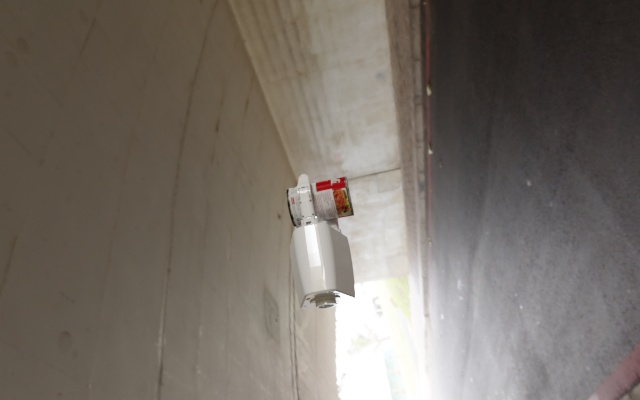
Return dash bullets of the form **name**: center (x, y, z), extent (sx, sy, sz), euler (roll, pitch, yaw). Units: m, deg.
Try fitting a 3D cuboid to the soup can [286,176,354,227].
- **soup can**: center (0.000, 0.002, 0.798), extent (0.102, 0.068, 0.068), euler (-12, -1, 5)
